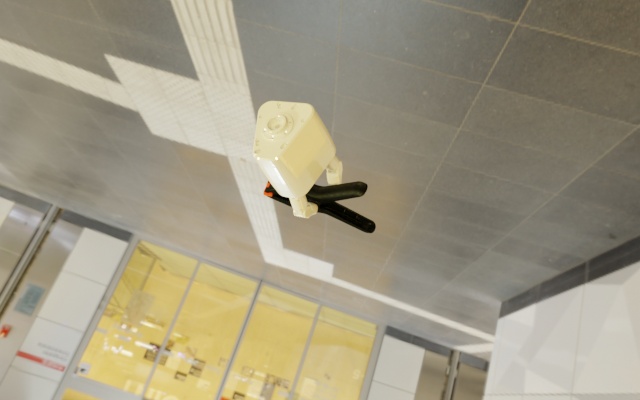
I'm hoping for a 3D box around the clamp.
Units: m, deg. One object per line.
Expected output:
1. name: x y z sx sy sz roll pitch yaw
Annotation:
1. clamp: -0.001 0.003 0.852 0.210 0.036 0.165 9 -26 24
